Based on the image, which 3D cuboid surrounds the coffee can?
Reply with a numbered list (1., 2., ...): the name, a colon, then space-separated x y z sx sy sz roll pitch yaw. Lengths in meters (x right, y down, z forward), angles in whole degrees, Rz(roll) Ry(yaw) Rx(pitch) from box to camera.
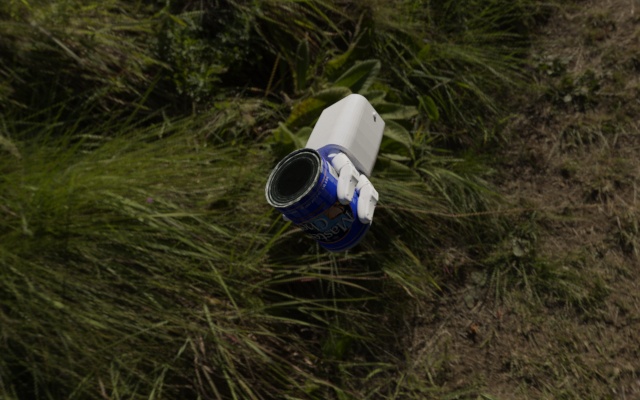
1. coffee can: 0.000 0.003 0.725 0.103 0.102 0.140 0 -31 42
